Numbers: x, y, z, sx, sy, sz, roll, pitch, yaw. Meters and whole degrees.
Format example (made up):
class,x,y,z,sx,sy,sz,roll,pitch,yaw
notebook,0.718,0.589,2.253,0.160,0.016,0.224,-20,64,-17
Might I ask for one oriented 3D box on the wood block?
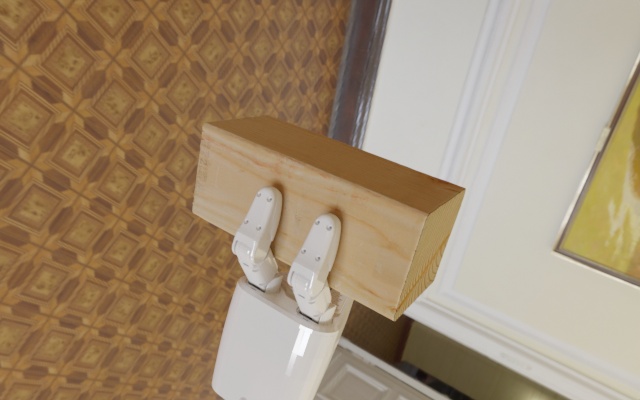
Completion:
class,x,y,z,sx,sy,sz,roll,pitch,yaw
wood block,0.000,0.002,0.406,0.206,0.090,0.091,24,24,26
